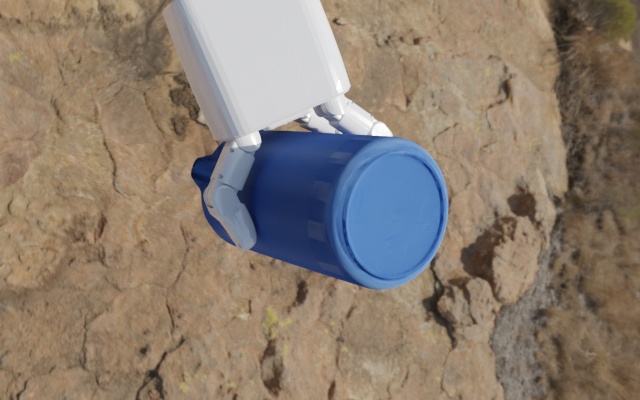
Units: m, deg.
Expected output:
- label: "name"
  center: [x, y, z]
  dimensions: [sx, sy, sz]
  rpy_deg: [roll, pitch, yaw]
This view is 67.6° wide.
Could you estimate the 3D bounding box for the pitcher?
- label: "pitcher"
  center: [0.000, 0.001, 0.432]
  dimensions: [0.149, 0.145, 0.243]
  rpy_deg: [-30, 20, -25]
